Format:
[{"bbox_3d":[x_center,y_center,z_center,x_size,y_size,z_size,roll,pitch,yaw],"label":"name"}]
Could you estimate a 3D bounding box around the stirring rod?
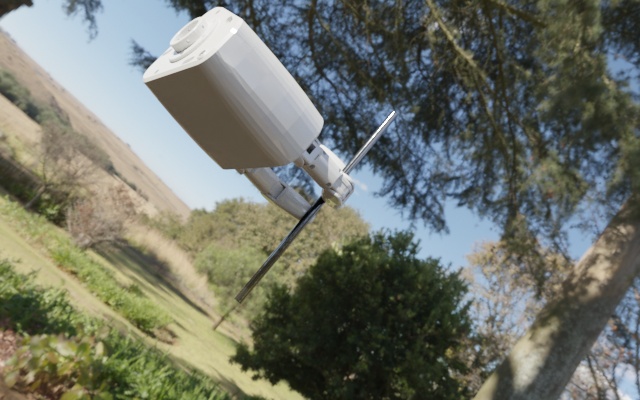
[{"bbox_3d":[0.000,0.002,0.459,0.011,0.239,0.011,38,-13,10],"label":"stirring rod"}]
